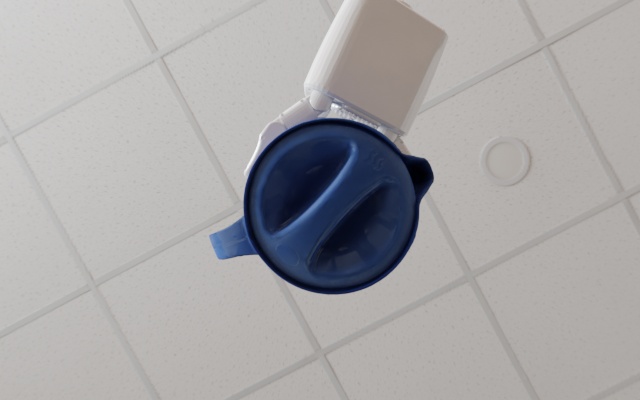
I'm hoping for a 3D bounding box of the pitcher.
[{"bbox_3d":[0.000,0.001,0.470,0.149,0.145,0.243,23,3,0],"label":"pitcher"}]
